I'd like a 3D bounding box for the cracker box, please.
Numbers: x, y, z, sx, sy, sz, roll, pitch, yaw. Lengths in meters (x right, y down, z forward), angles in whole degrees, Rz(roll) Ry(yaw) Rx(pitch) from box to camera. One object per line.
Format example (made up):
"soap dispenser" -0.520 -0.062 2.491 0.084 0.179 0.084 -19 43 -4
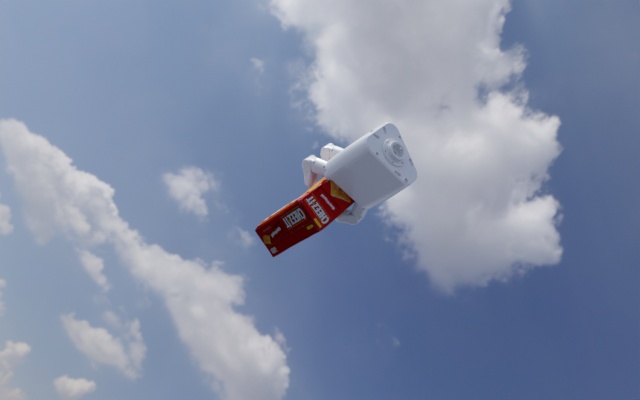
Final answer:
"cracker box" 0.000 0.003 0.896 0.213 0.072 0.164 -37 3 -41
